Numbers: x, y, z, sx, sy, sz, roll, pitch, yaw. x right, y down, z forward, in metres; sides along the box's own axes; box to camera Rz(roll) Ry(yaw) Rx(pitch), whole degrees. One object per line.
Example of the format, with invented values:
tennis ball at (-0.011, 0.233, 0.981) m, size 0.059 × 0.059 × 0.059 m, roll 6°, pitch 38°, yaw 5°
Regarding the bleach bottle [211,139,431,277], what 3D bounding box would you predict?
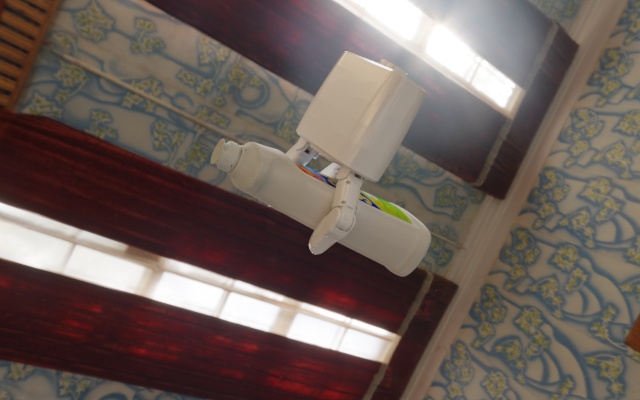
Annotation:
bleach bottle at (0.000, 0.002, 0.527) m, size 0.251 × 0.068 × 0.102 m, roll 25°, pitch 13°, yaw -28°
